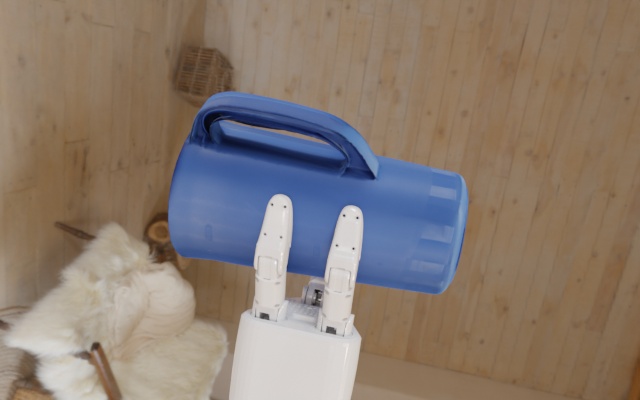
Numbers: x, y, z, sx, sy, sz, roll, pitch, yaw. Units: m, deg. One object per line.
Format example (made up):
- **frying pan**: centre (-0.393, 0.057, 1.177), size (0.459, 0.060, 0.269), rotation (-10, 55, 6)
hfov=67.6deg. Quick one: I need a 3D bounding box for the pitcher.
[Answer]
- **pitcher**: centre (0.000, 0.002, 0.424), size (0.243, 0.145, 0.149), rotation (10, -1, 8)
